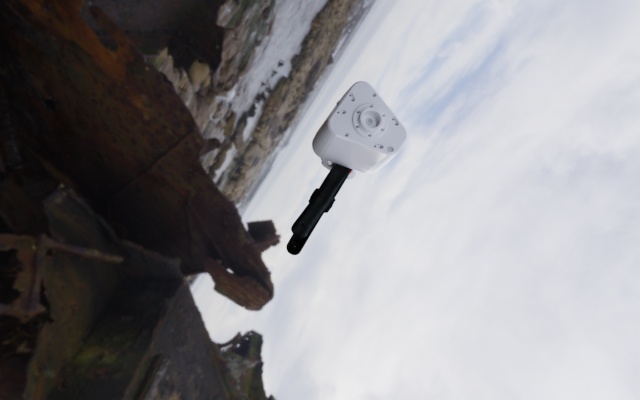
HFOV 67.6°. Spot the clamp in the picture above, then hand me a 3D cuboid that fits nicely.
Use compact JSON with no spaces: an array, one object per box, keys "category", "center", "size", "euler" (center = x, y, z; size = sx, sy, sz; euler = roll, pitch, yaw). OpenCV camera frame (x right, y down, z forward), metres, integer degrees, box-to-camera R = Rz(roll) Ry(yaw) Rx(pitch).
[{"category":"clamp","center":[0.001,0.003,0.718],"size":[0.039,0.171,0.120],"euler":[31,-12,-2]}]
